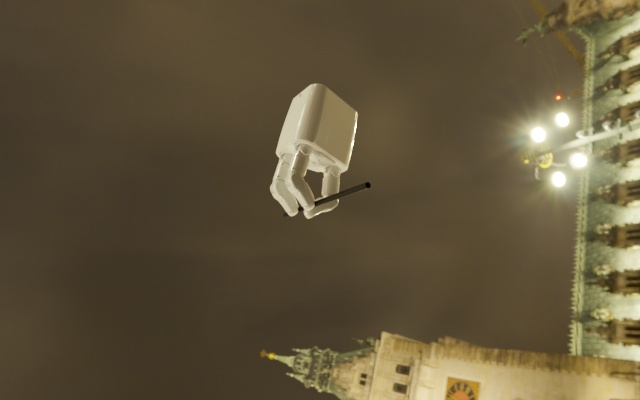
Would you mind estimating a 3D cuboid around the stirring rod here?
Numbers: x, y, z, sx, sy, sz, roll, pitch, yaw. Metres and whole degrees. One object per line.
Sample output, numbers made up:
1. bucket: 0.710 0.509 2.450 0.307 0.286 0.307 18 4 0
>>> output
1. stirring rod: 0.000 0.002 0.699 0.011 0.011 0.239 0 -10 -30
